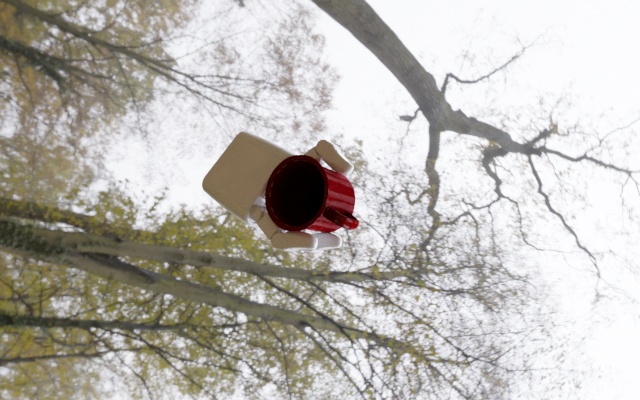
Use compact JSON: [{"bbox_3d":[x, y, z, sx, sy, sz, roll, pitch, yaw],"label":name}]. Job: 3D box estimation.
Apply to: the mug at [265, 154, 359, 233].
[{"bbox_3d":[0.001,0.003,0.591,0.117,0.093,0.081,31,9,33],"label":"mug"}]
